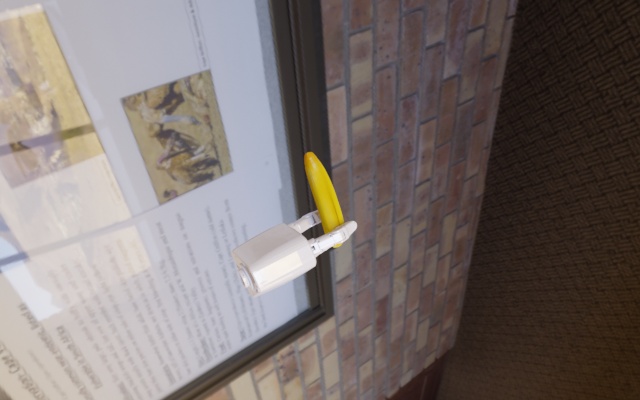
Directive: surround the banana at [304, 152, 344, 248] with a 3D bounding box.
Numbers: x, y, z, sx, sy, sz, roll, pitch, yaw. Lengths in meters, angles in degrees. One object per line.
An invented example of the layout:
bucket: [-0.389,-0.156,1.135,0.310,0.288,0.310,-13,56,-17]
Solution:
banana: [0.009,0.012,0.836,0.037,0.198,0.069,-25,31,-17]
